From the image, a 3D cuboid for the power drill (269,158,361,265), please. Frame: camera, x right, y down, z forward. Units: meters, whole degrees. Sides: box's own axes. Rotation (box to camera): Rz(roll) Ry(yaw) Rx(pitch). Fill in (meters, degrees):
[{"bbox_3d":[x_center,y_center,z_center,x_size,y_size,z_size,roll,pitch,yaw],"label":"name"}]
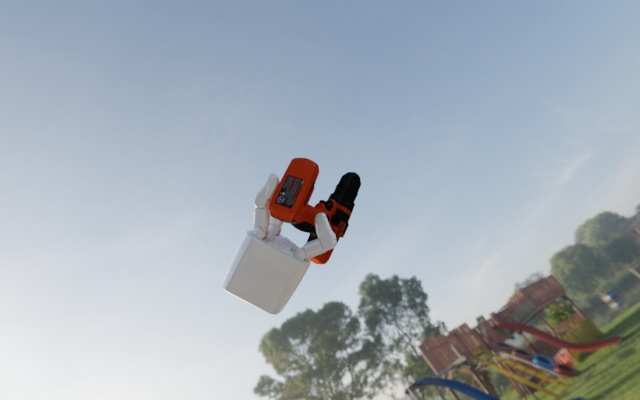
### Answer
[{"bbox_3d":[0.000,0.003,0.818,0.057,0.184,0.188,15,-17,32],"label":"power drill"}]
